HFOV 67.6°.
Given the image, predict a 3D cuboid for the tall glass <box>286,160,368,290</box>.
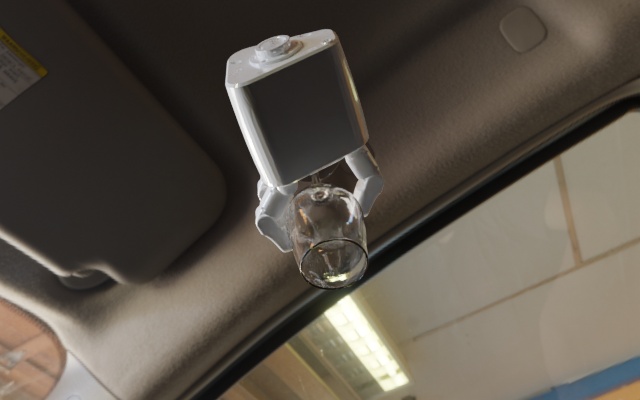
[{"bbox_3d":[0.000,0.001,0.505,0.079,0.079,0.201,0,35,-9],"label":"tall glass"}]
